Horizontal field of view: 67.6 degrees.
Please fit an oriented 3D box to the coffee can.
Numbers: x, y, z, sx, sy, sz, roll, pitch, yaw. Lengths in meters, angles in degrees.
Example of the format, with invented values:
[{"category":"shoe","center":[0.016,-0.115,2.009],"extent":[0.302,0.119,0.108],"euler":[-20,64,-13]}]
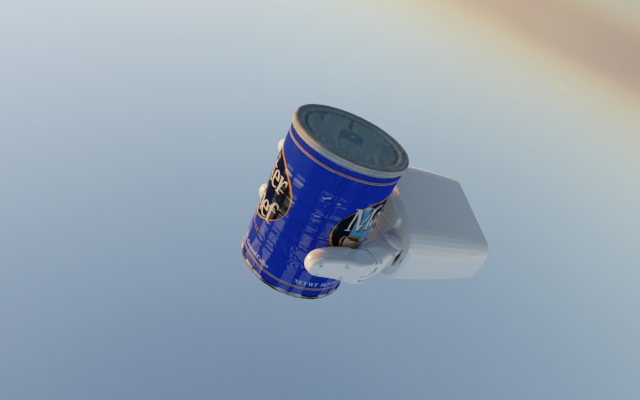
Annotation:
[{"category":"coffee can","center":[0.000,0.001,0.423],"extent":[0.103,0.140,0.102],"euler":[20,30,-12]}]
